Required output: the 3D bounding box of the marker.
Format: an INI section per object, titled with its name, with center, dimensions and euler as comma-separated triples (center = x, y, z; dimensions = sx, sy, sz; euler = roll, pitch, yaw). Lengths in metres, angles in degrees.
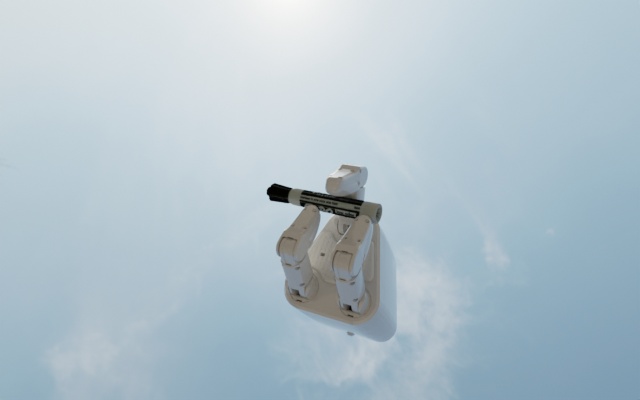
[marker]
center = 0.000, 0.001, 0.459
dimensions = 0.121, 0.020, 0.020
euler = 11, 5, 27
